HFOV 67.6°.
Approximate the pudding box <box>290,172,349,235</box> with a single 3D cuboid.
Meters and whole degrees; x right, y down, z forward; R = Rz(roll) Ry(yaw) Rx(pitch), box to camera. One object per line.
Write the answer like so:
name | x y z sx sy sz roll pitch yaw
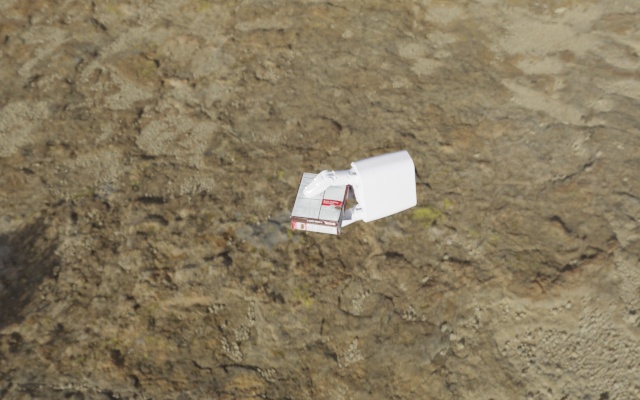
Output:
pudding box | 0.000 0.003 0.867 0.090 0.113 0.039 6 -41 10
